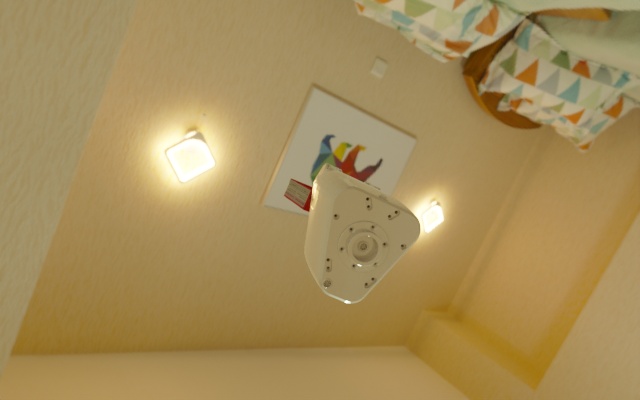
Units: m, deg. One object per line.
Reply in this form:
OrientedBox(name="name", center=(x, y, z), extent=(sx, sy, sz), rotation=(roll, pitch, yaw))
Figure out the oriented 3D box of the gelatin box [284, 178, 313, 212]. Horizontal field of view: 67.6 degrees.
OrientedBox(name="gelatin box", center=(0.000, 0.002, 0.632), extent=(0.073, 0.030, 0.089), rotation=(22, 3, -24))
